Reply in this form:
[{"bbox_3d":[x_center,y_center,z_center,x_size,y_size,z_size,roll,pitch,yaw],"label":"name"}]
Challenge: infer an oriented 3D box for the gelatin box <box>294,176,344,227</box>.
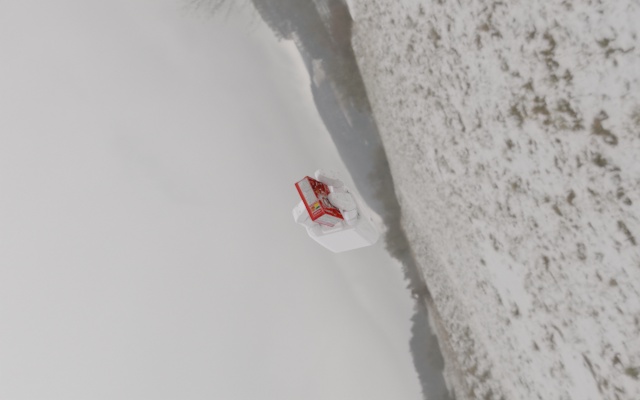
[{"bbox_3d":[0.000,0.003,0.806,0.030,0.073,0.089,-32,-20,16],"label":"gelatin box"}]
